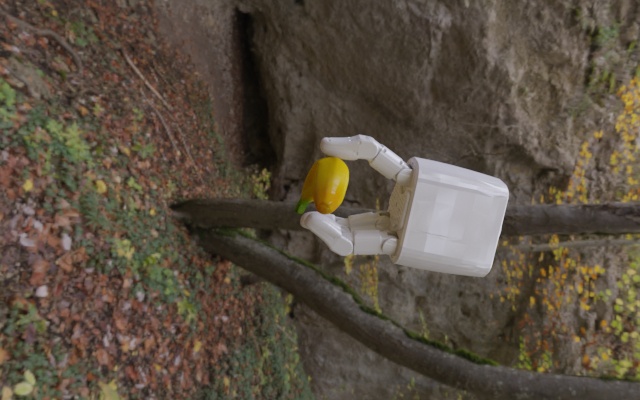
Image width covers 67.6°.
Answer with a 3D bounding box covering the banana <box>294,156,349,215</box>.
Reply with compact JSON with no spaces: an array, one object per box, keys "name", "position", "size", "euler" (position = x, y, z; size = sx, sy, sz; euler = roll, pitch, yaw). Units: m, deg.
[{"name":"banana","position":[0.005,-0.016,0.517],"size":[0.037,0.069,0.198],"euler":[18,-4,-6]}]
